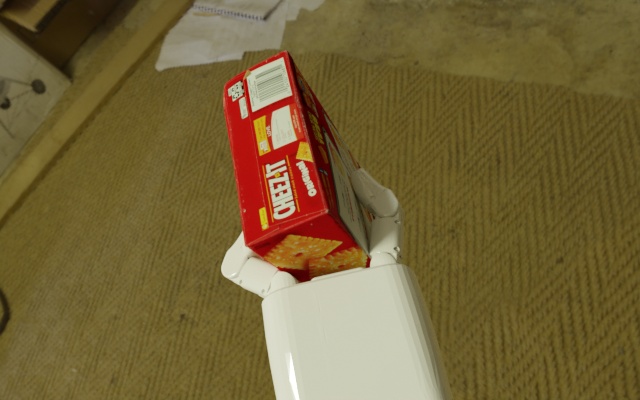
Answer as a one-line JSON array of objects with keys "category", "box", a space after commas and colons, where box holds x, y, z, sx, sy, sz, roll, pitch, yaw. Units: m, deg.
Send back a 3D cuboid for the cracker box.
[{"category": "cracker box", "box": [0.000, 0.001, 0.434, 0.072, 0.164, 0.214, -23, -34, 12]}]
